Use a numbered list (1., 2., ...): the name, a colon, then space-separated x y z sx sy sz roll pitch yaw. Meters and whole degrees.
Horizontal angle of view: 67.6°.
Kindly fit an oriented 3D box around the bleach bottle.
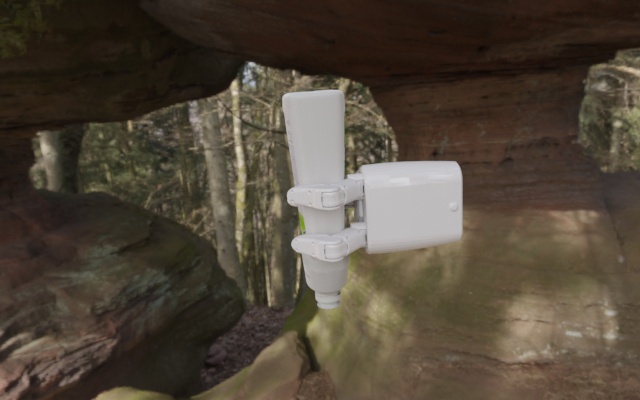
1. bleach bottle: 0.000 0.002 0.555 0.068 0.251 0.102 -5 14 -3
